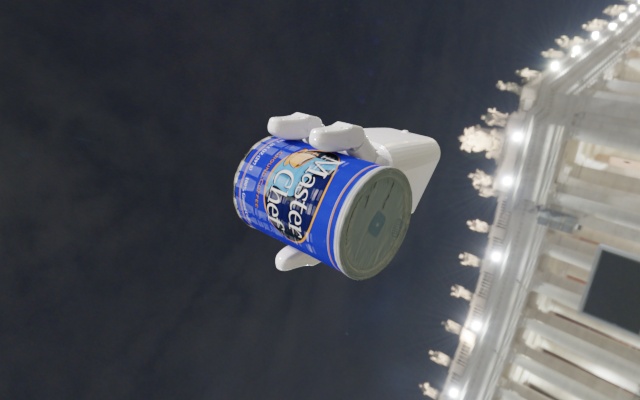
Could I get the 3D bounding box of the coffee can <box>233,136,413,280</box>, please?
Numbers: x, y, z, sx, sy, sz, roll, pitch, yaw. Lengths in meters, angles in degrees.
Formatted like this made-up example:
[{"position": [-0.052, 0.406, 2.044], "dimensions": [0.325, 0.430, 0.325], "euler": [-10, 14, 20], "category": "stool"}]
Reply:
[{"position": [0.000, 0.002, 0.454], "dimensions": [0.140, 0.103, 0.103], "euler": [22, 14, 39], "category": "coffee can"}]
